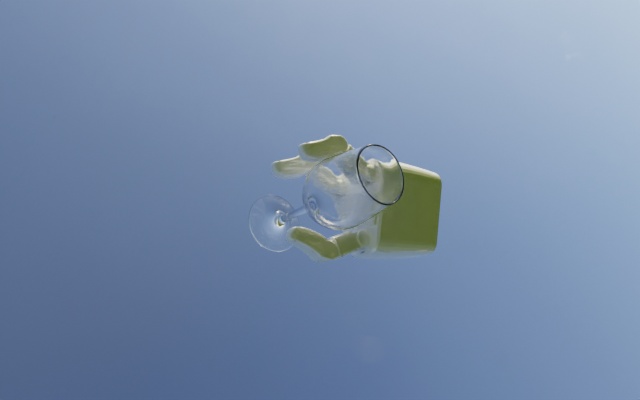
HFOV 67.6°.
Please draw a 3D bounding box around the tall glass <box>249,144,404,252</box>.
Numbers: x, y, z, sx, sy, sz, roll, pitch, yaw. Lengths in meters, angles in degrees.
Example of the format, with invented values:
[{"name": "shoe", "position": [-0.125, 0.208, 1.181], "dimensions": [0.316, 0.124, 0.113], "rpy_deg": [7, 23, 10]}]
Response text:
[{"name": "tall glass", "position": [0.000, 0.002, 0.530], "dimensions": [0.079, 0.079, 0.201], "rpy_deg": [0, -16, -37]}]
